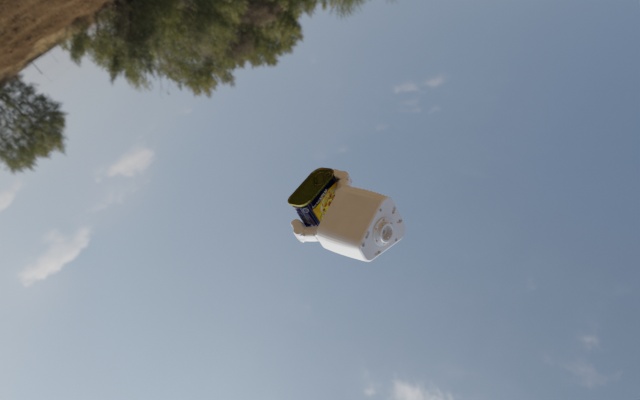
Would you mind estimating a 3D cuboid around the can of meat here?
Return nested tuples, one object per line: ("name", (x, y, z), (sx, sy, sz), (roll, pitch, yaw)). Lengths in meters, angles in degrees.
("can of meat", (0.000, 0.003, 0.894), (0.057, 0.084, 0.102), (9, 50, 46))
